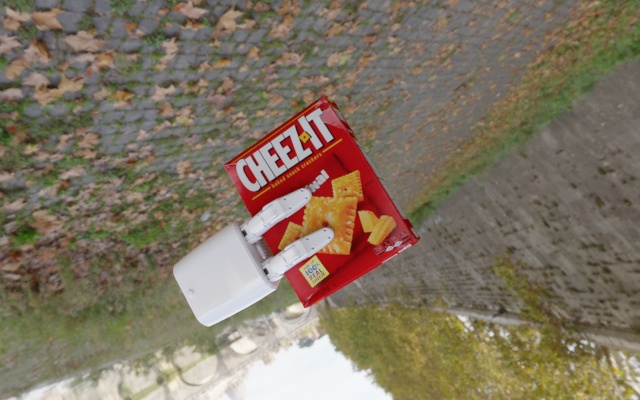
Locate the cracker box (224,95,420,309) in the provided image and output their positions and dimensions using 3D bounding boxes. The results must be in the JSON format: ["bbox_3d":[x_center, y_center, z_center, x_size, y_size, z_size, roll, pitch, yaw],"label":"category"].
[{"bbox_3d":[0.000,0.002,0.609,0.164,0.213,0.072,-33,-9,11],"label":"cracker box"}]
